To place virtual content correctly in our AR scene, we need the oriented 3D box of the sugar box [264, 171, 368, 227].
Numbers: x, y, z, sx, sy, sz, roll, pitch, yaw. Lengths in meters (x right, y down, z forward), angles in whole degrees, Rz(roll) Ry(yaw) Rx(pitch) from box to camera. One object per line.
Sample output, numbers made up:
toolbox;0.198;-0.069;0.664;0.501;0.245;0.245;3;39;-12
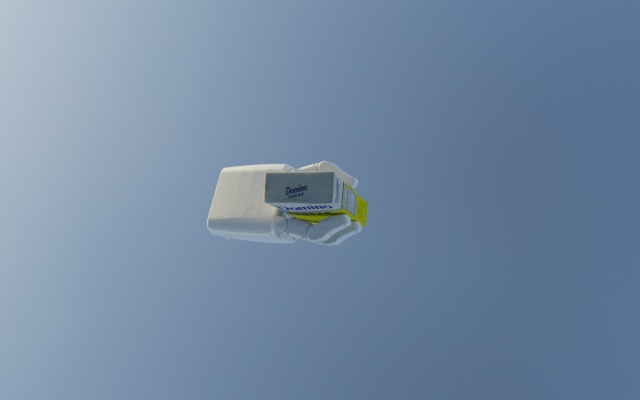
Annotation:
sugar box;0.000;0.003;0.658;0.093;0.048;0.176;0;-9;20
